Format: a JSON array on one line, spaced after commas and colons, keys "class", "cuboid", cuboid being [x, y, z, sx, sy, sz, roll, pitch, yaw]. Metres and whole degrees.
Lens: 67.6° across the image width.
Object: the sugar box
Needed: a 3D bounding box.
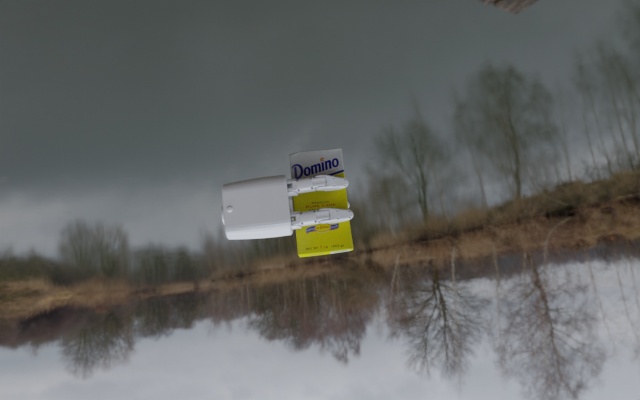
[{"class": "sugar box", "cuboid": [0.000, 0.003, 0.810, 0.093, 0.176, 0.048, -7, -11, 0]}]
